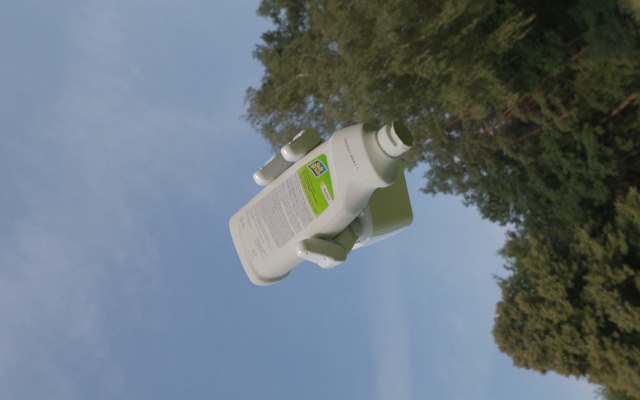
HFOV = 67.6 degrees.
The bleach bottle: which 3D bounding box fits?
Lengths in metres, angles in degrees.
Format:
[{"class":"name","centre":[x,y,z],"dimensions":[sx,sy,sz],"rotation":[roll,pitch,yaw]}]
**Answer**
[{"class":"bleach bottle","centre":[0.000,0.002,0.521],"dimensions":[0.251,0.102,0.068],"rotation":[-35,-16,38]}]
